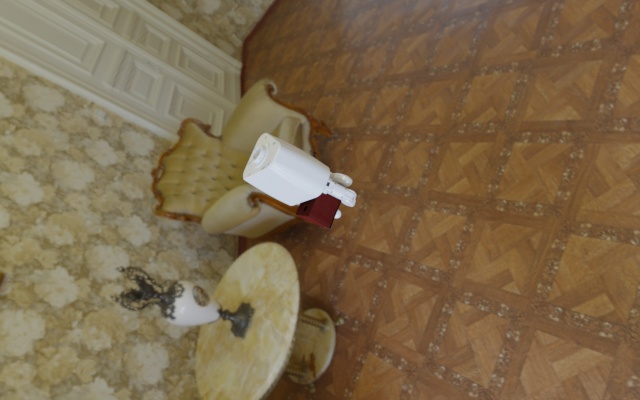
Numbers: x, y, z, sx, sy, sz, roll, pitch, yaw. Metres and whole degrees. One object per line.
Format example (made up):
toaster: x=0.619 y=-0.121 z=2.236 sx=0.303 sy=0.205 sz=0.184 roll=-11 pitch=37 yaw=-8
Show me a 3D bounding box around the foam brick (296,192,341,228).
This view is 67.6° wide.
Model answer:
foam brick: x=0.000 y=0.003 z=0.856 sx=0.051 sy=0.078 sz=0.053 roll=27 pitch=-10 yaw=-29
